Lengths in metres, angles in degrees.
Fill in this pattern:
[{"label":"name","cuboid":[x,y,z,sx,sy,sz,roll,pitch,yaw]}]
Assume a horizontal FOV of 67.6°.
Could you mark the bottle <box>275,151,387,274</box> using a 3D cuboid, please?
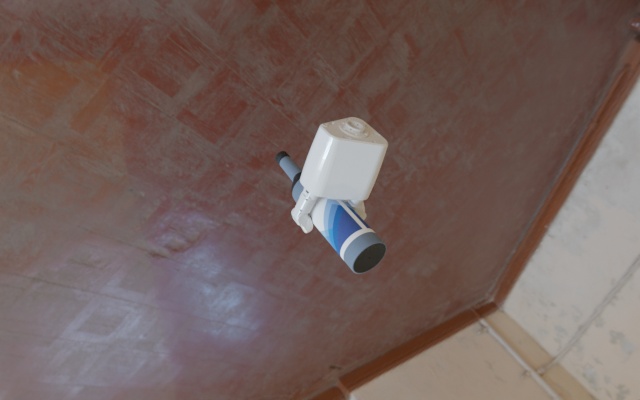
[{"label":"bottle","cuboid":[0.000,0.003,0.832,0.069,0.069,0.295,0,36,-40]}]
